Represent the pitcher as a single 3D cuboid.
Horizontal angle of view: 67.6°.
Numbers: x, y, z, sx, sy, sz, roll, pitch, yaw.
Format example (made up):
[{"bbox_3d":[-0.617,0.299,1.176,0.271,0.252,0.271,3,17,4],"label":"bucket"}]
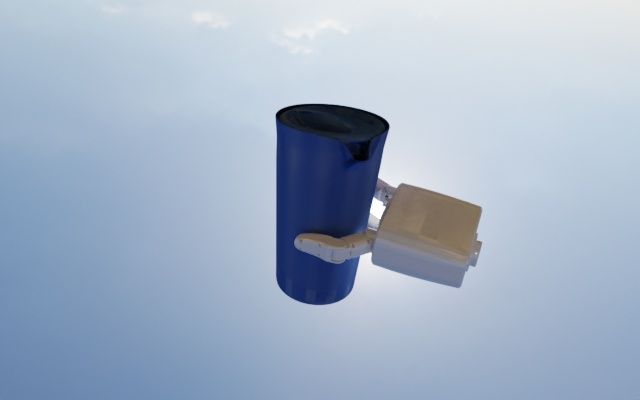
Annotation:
[{"bbox_3d":[0.000,0.002,0.612,0.145,0.243,0.149,15,28,17],"label":"pitcher"}]
